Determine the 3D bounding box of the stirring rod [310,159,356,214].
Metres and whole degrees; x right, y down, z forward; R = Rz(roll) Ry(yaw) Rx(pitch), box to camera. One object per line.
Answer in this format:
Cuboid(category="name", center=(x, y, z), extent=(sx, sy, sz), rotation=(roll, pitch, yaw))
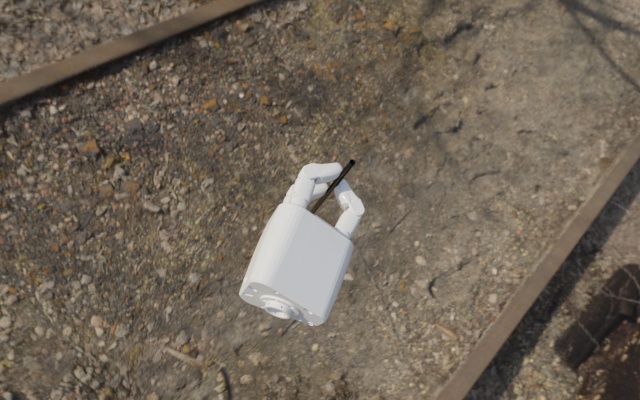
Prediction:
Cuboid(category="stirring rod", center=(0.000, 0.002, 0.692), extent=(0.011, 0.011, 0.240), rotation=(0, -24, -21))
